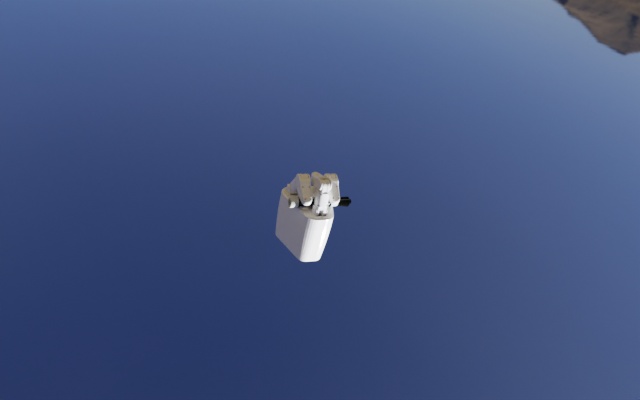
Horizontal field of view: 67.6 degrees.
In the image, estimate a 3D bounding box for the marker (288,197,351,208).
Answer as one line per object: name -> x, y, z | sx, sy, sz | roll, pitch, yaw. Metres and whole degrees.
marker -> 0.000, 0.003, 0.872 | 0.121, 0.020, 0.020 | -1, 0, -23
